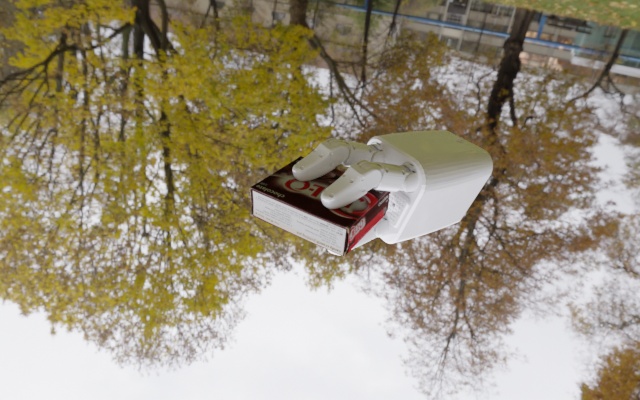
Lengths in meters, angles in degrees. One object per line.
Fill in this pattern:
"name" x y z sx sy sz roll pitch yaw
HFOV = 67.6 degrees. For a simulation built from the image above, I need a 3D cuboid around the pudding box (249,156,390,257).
"pudding box" 0.000 0.002 0.477 0.113 0.039 0.090 20 33 25
